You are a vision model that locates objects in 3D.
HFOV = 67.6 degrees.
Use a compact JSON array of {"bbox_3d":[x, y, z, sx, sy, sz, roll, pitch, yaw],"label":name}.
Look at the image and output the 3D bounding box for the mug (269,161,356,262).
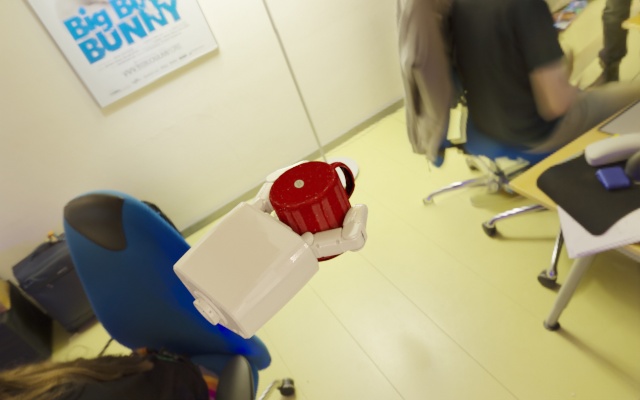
[{"bbox_3d":[0.001,0.001,0.549,0.093,0.081,0.117,18,53,43],"label":"mug"}]
